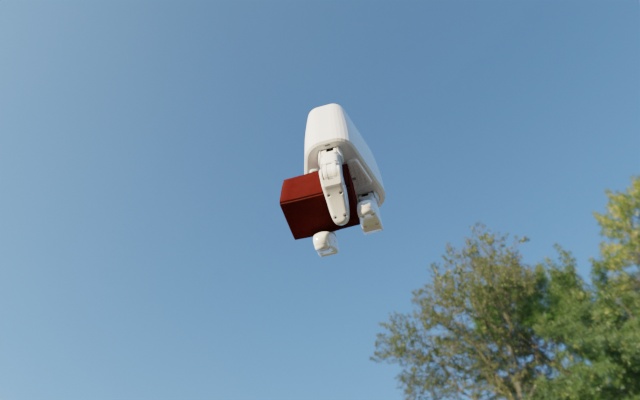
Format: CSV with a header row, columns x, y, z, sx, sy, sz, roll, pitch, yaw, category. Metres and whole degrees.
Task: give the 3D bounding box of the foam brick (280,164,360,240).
x,y,z,sx,sy,sz,roll,pitch,yaw,category
0.000,0.002,0.531,0.078,0.053,0.051,-14,32,7,foam brick
